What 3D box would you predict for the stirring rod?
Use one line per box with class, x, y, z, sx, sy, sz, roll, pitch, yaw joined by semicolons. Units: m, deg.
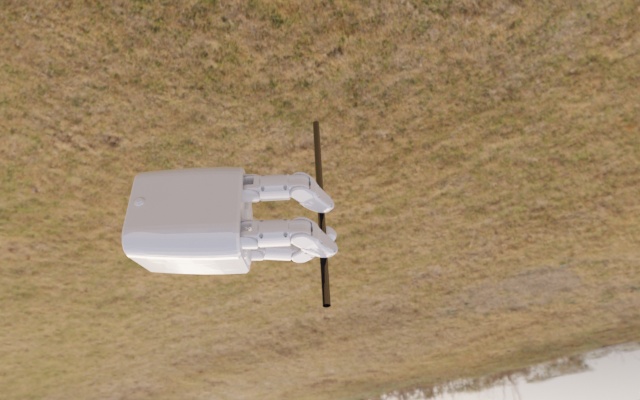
stirring rod;0.000;0.002;0.518;0.011;0.239;0.011;-2;-36;-2
